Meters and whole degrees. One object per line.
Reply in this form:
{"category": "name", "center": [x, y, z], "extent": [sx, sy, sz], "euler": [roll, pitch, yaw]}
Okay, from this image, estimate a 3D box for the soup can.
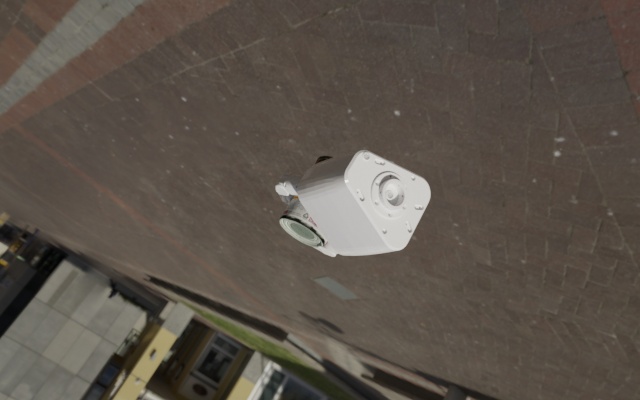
{"category": "soup can", "center": [0.000, 0.002, 0.624], "extent": [0.068, 0.102, 0.068], "euler": [27, -22, 12]}
